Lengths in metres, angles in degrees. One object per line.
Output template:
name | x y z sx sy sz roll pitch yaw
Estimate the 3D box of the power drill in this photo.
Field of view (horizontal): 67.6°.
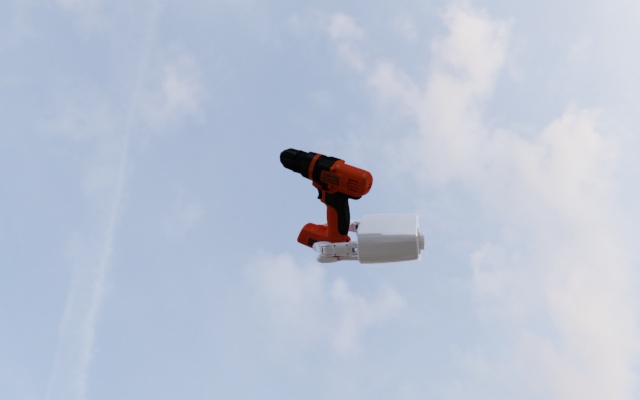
power drill | 0.000 0.003 0.896 0.184 0.188 0.057 21 35 23
